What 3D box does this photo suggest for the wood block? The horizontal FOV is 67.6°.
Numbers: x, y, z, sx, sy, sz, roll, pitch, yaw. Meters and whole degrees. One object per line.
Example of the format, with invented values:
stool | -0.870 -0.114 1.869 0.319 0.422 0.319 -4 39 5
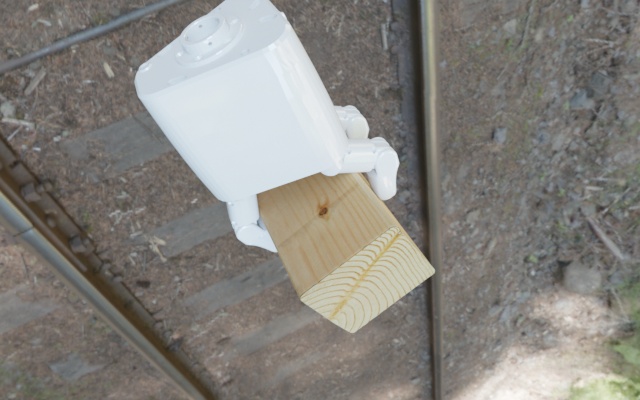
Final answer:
wood block | 0.000 0.002 0.438 0.091 0.206 0.090 -38 -44 7
